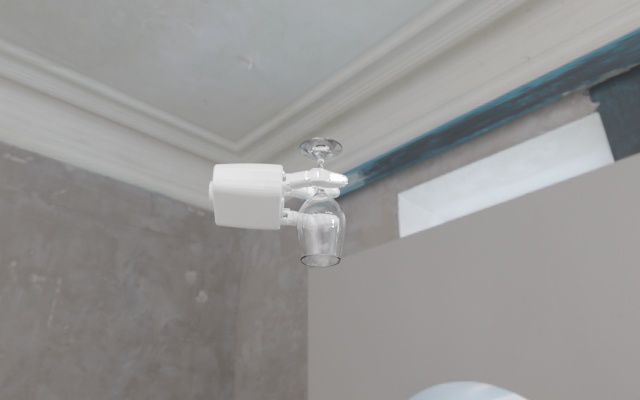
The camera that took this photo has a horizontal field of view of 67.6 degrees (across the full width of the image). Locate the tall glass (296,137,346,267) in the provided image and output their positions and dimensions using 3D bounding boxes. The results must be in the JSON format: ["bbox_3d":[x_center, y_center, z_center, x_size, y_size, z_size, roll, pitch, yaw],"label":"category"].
[{"bbox_3d":[0.000,0.002,0.769,0.079,0.201,0.079,0,-26,0],"label":"tall glass"}]
